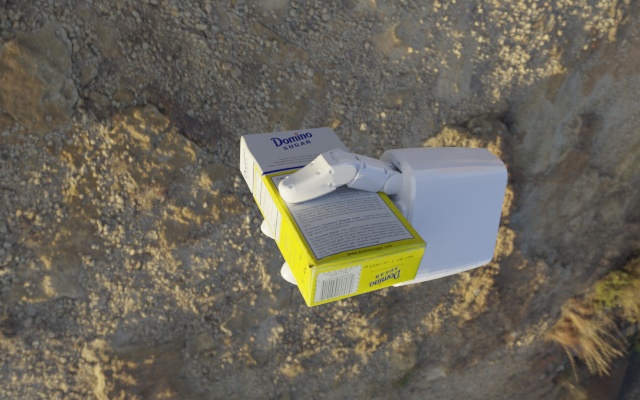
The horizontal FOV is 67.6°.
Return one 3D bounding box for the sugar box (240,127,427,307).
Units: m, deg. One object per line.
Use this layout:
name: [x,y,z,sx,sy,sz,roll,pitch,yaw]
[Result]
sugar box: [0.000,0.002,0.401,0.093,0.048,0.176,-9,38,-22]
